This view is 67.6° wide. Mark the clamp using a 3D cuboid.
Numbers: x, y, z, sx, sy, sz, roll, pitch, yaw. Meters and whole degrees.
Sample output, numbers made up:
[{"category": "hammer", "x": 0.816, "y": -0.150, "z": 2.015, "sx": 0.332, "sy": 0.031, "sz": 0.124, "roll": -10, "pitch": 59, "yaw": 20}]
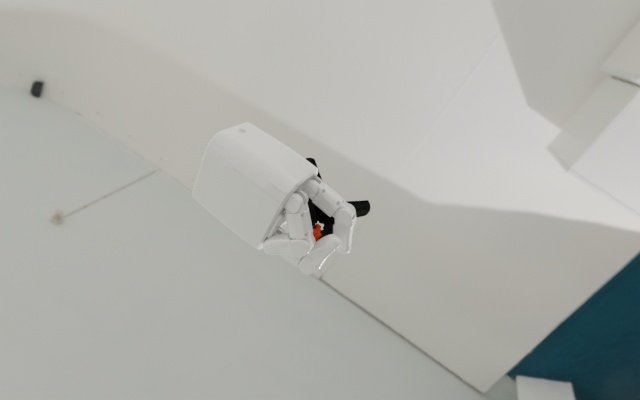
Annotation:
[{"category": "clamp", "x": 0.000, "y": 0.003, "z": 0.632, "sx": 0.120, "sy": 0.039, "sz": 0.171, "roll": 36, "pitch": 26, "yaw": 5}]
